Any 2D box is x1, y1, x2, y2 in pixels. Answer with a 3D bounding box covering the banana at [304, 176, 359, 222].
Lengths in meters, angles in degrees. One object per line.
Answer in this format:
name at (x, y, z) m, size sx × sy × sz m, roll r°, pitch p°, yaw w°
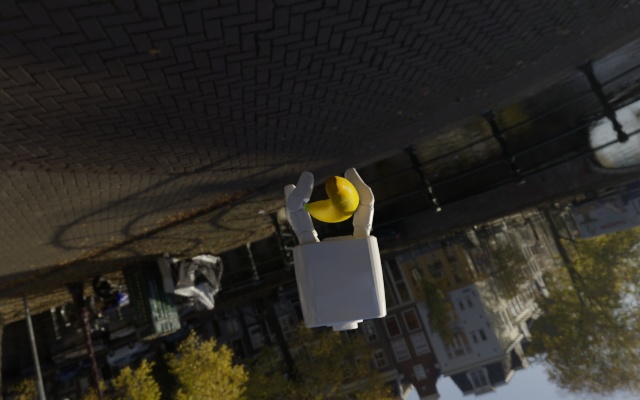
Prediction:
banana at (0.017, 0.005, 0.664) m, size 0.069 × 0.037 × 0.198 m, roll 6°, pitch -13°, yaw -14°
